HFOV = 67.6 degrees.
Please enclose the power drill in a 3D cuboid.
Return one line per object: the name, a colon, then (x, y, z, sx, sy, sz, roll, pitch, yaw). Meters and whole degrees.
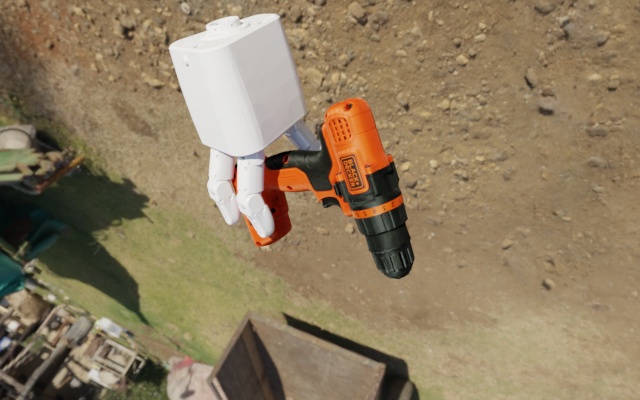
power drill: (0.000, 0.002, 0.511, 0.187, 0.184, 0.057, -12, 10, 37)
